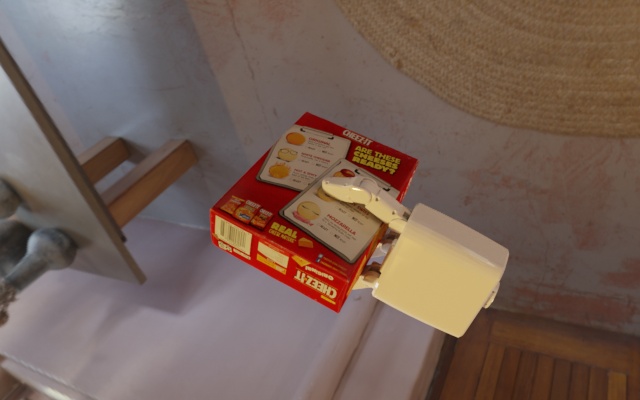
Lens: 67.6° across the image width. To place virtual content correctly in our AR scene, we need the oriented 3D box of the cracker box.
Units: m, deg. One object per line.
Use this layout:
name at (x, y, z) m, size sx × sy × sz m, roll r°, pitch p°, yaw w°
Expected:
cracker box at (0.000, 0.002, 0.562) m, size 0.164 × 0.072 × 0.213 m, roll 26°, pitch 47°, yaw 12°
